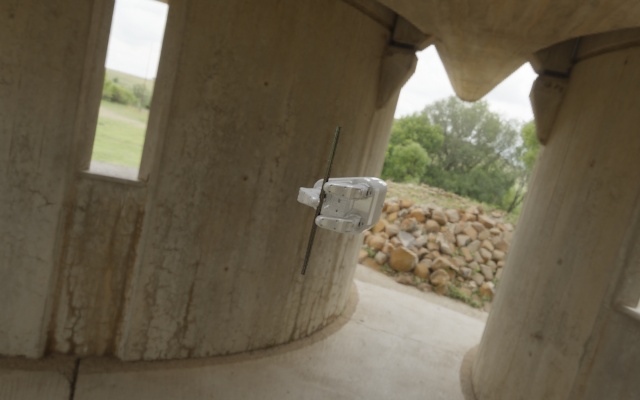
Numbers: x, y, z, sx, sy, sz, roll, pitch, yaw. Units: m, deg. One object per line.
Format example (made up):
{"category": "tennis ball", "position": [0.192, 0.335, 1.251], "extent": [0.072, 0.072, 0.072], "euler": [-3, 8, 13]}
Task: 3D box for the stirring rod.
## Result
{"category": "stirring rod", "position": [0.000, 0.003, 0.747], "extent": [0.011, 0.239, 0.011], "euler": [13, 9, -2]}
